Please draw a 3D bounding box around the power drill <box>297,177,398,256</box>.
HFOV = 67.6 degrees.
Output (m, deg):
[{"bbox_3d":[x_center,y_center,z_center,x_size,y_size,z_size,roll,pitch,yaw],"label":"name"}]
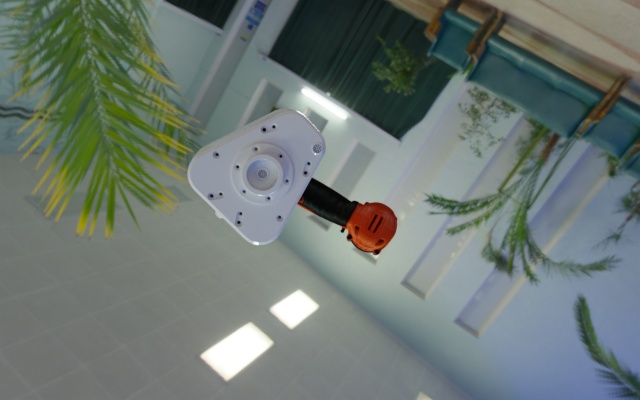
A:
[{"bbox_3d":[0.000,0.002,0.562,0.187,0.057,0.184,27,-7,6],"label":"power drill"}]
